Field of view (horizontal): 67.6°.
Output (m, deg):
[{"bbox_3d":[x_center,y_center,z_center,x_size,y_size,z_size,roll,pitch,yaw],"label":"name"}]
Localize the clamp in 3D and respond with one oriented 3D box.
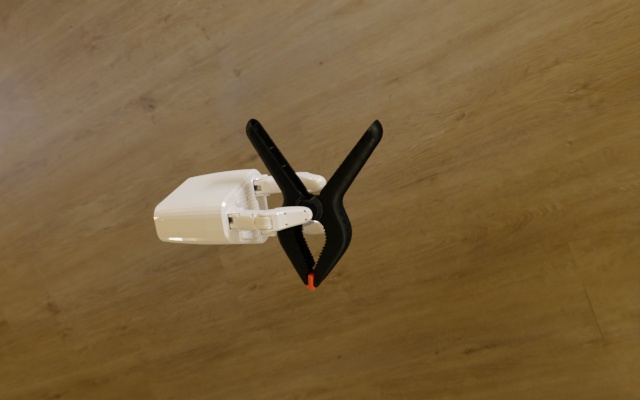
[{"bbox_3d":[0.000,0.003,0.556,0.164,0.210,0.036,-3,12,24],"label":"clamp"}]
